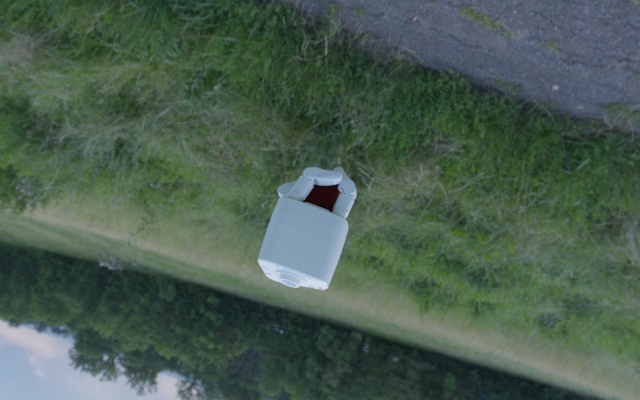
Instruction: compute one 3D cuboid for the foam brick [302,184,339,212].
[{"bbox_3d":[0.000,0.003,0.784,0.053,0.051,0.078,14,-25,13],"label":"foam brick"}]
